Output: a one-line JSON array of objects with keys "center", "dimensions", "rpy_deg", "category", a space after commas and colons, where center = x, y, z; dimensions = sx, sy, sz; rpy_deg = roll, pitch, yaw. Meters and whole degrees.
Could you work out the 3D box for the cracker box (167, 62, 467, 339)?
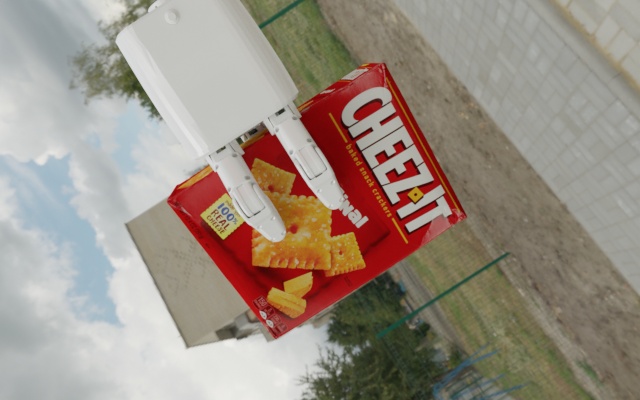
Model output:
[{"center": [0.000, 0.001, 0.436], "dimensions": [0.213, 0.164, 0.072], "rpy_deg": [-33, 17, 1], "category": "cracker box"}]
